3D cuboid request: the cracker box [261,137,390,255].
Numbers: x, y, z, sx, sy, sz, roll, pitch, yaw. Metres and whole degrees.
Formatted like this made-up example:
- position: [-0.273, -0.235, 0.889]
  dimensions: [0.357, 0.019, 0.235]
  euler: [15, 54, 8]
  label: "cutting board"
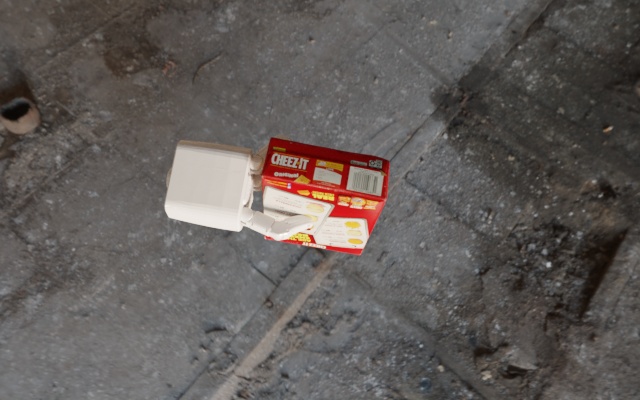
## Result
- position: [0.000, 0.002, 0.708]
  dimensions: [0.164, 0.072, 0.214]
  euler: [10, -26, 0]
  label: "cracker box"
